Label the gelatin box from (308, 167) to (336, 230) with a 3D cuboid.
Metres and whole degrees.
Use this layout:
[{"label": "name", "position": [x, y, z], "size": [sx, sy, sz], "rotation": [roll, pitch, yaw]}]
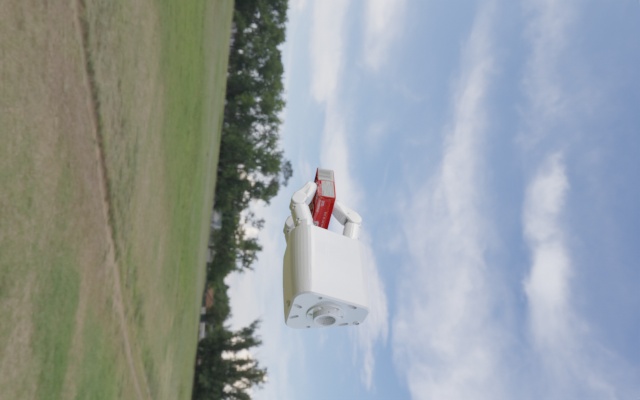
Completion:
[{"label": "gelatin box", "position": [0.001, 0.002, 0.738], "size": [0.030, 0.073, 0.089], "rotation": [10, 32, -8]}]
